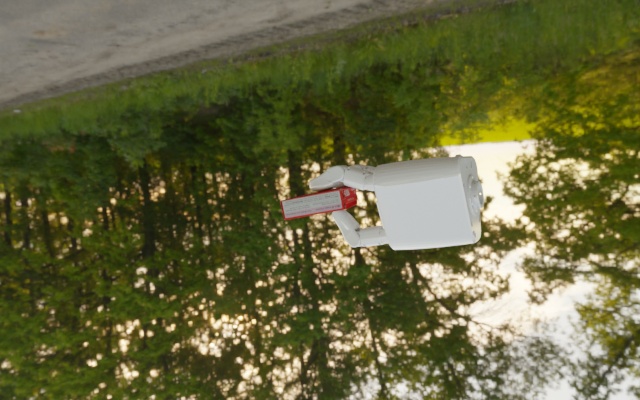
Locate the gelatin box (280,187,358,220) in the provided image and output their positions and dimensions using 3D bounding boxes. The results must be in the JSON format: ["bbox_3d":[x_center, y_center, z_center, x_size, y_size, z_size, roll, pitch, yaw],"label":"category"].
[{"bbox_3d":[0.000,0.003,0.653,0.089,0.030,0.073,-11,1,18],"label":"gelatin box"}]
